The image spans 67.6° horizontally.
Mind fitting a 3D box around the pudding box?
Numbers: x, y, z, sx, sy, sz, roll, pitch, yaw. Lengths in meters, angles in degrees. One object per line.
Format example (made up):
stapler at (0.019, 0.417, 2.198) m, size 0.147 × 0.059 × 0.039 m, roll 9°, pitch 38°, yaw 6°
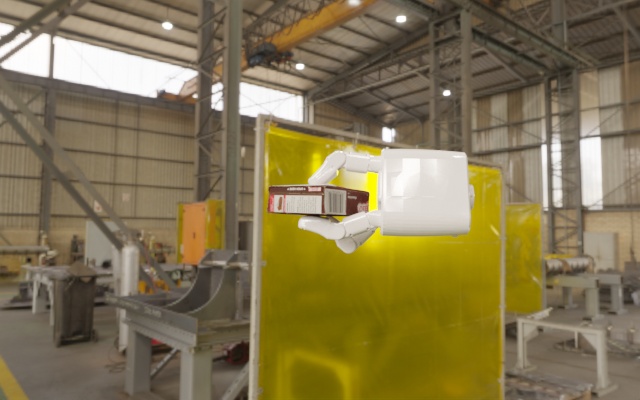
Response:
pudding box at (0.000, 0.002, 0.622) m, size 0.090 × 0.039 × 0.113 m, roll 0°, pitch -5°, yaw 34°
